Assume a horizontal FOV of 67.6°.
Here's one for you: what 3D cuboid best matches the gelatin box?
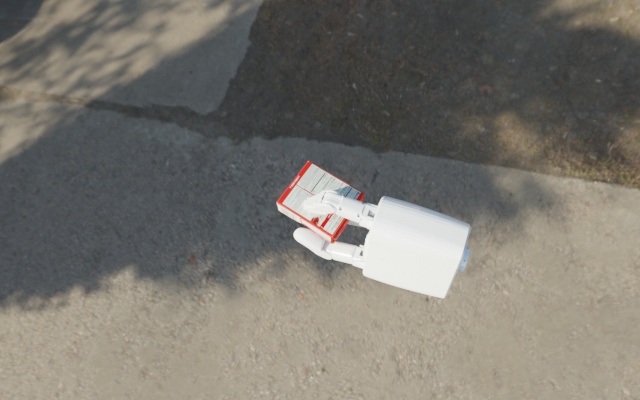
[{"bbox_3d":[0.000,0.002,0.617,0.089,0.073,0.030,31,-19,13],"label":"gelatin box"}]
